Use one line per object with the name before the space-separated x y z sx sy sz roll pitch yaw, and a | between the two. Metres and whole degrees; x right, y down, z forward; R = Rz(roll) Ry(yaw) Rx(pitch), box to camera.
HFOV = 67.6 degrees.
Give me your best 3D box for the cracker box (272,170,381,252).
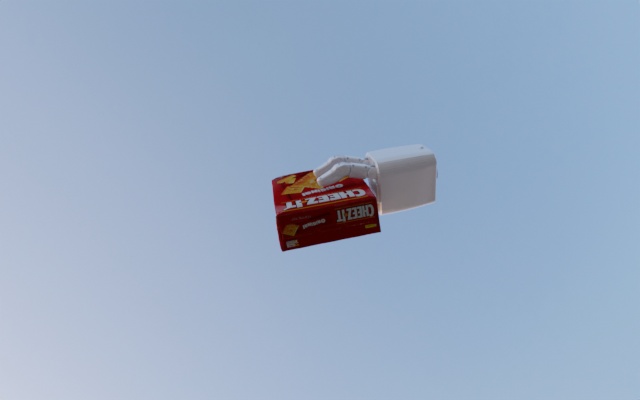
cracker box | 0.000 0.003 0.845 0.164 0.072 0.213 -11 19 -4
